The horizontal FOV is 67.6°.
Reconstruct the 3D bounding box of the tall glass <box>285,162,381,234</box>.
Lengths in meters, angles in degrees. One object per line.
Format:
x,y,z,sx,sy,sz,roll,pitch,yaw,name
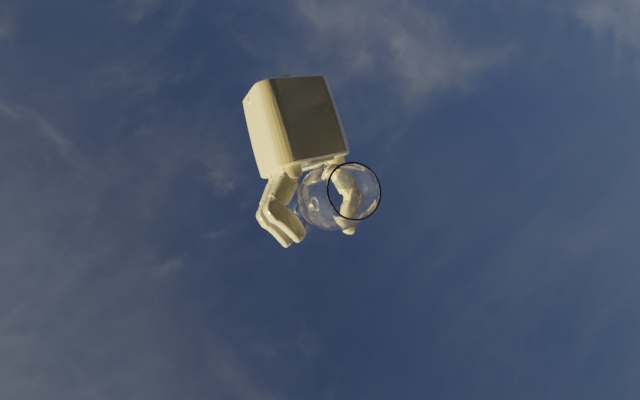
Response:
0.000,0.002,0.582,0.079,0.079,0.201,0,-7,-21,tall glass
